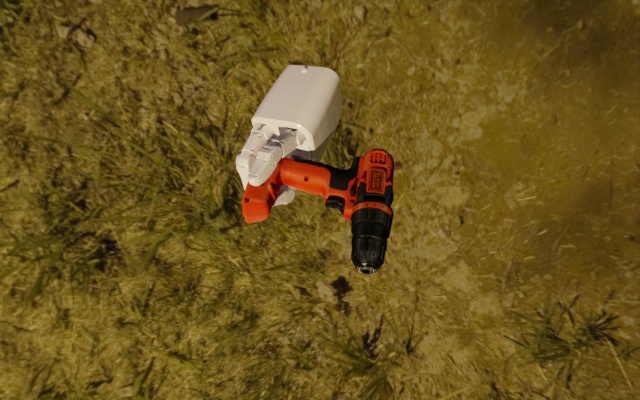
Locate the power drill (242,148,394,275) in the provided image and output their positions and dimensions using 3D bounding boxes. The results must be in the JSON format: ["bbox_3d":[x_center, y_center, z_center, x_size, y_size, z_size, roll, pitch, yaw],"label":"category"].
[{"bbox_3d":[0.000,0.002,0.611,0.187,0.184,0.057,8,-39,4],"label":"power drill"}]
